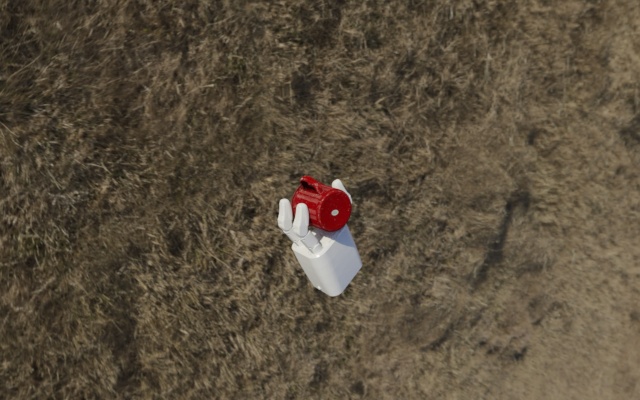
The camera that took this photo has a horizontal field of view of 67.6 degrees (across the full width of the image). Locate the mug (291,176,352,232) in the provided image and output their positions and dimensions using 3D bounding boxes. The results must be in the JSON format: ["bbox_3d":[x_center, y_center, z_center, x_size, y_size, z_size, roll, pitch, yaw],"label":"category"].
[{"bbox_3d":[0.000,0.002,0.898,0.093,0.117,0.081,-39,30,-23],"label":"mug"}]
